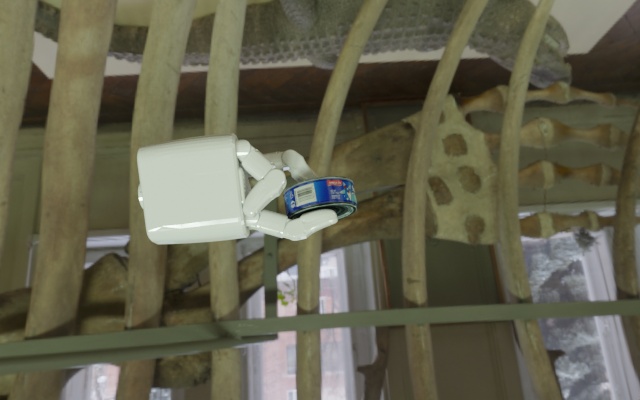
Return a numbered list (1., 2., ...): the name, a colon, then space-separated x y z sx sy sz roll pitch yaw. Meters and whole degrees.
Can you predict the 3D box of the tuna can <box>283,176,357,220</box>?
1. tuna can: 0.000 0.002 0.566 0.086 0.033 0.086 -9 -17 -3
